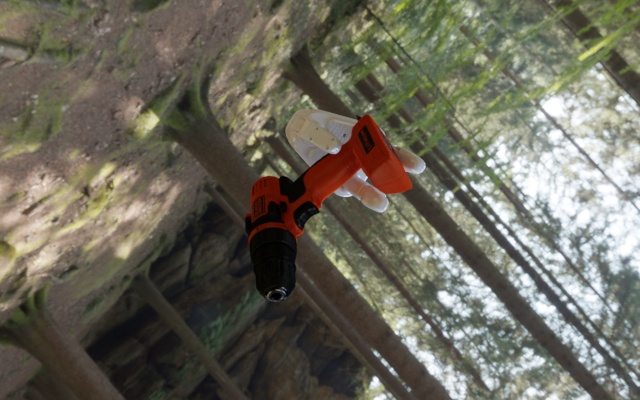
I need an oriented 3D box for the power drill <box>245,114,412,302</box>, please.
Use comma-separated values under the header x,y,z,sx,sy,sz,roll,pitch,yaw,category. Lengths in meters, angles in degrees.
x,y,z,sx,sy,sz,roll,pitch,yaw,category
0.000,0.001,0.514,0.188,0.184,0.057,-32,-53,15,power drill
